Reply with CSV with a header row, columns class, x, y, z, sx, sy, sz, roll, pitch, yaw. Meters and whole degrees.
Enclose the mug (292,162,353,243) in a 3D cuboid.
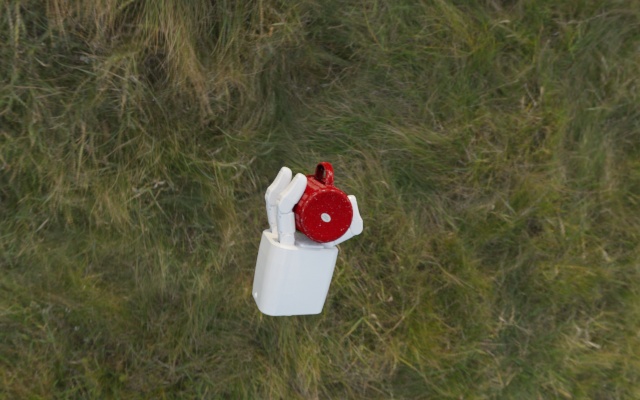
class,x,y,z,sx,sy,sz,roll,pitch,yaw
mug,0.001,0.001,0.700,0.093,0.117,0.081,9,9,-21
